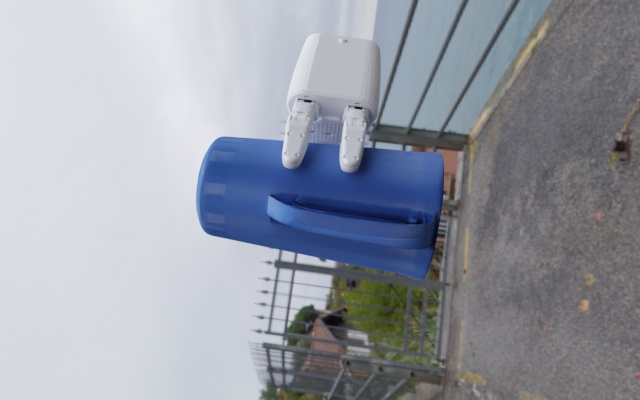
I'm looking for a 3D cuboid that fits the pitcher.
[{"bbox_3d":[0.000,0.001,0.494,0.243,0.145,0.149,8,-32,4],"label":"pitcher"}]
